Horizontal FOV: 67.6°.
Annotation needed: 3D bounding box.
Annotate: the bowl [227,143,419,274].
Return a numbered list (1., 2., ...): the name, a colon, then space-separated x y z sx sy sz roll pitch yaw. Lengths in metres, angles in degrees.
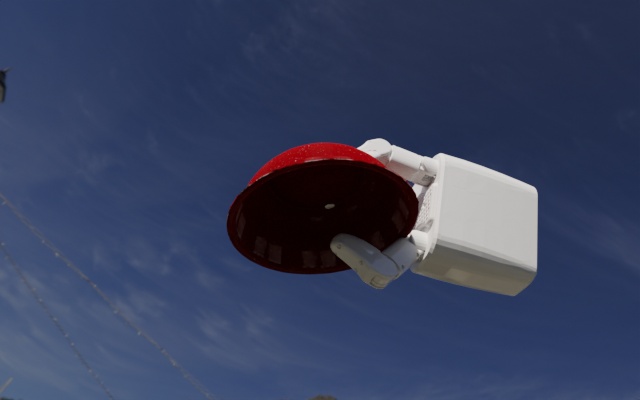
1. bowl: -0.001 0.001 0.417 0.162 0.055 0.162 -5 -38 -4
